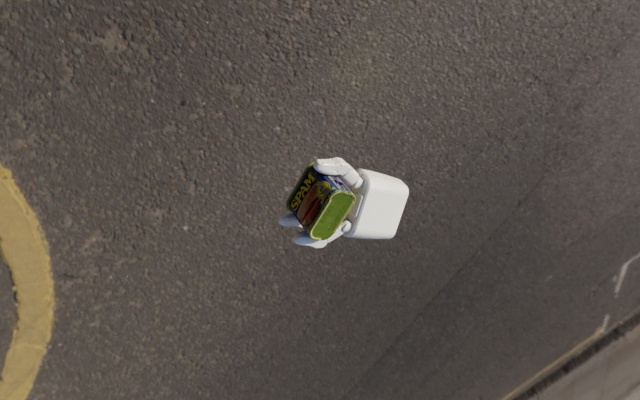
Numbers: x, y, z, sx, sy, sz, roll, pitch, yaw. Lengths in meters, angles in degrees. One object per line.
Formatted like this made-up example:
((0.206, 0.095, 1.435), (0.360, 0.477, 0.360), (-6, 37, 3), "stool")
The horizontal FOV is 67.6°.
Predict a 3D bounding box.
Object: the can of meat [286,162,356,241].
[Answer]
((0.000, 0.003, 0.774), (0.057, 0.102, 0.084), (13, 28, -41), "can of meat")
